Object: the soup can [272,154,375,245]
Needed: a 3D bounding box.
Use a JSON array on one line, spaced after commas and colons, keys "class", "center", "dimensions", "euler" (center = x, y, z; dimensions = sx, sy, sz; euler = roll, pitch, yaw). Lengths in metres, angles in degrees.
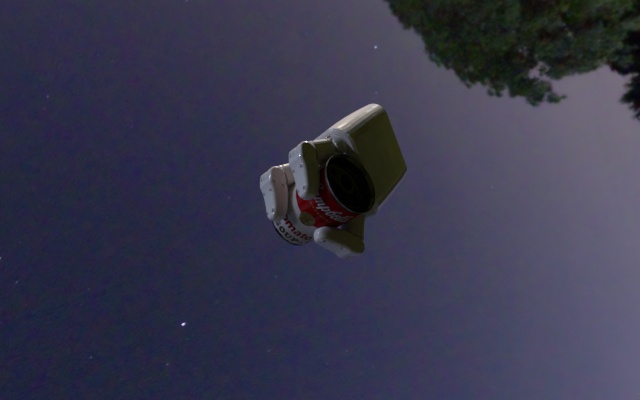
[{"class": "soup can", "center": [0.000, 0.002, 0.522], "dimensions": [0.068, 0.068, 0.102], "euler": [0, -23, -43]}]
